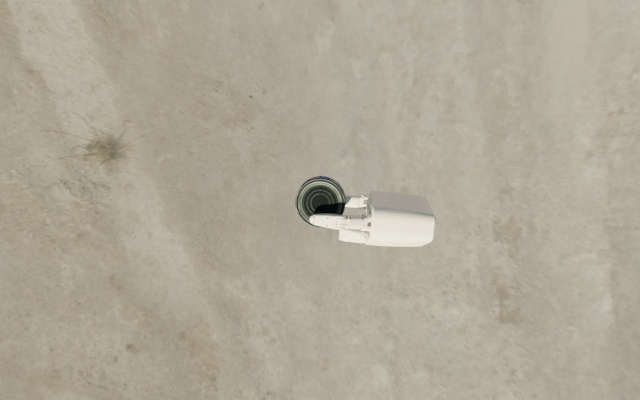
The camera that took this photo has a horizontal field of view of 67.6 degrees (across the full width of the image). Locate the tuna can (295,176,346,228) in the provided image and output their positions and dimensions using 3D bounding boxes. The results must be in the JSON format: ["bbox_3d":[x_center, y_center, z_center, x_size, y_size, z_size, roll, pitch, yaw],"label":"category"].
[{"bbox_3d":[0.000,0.003,0.807,0.086,0.086,0.033,0,9,3],"label":"tuna can"}]
